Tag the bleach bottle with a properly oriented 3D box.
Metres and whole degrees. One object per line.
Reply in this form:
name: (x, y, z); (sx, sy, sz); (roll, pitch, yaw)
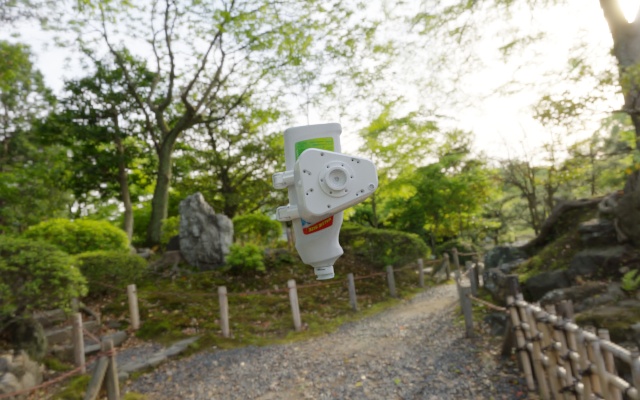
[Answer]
bleach bottle: (0.000, 0.003, 0.792); (0.102, 0.251, 0.068); (-7, -5, -4)
